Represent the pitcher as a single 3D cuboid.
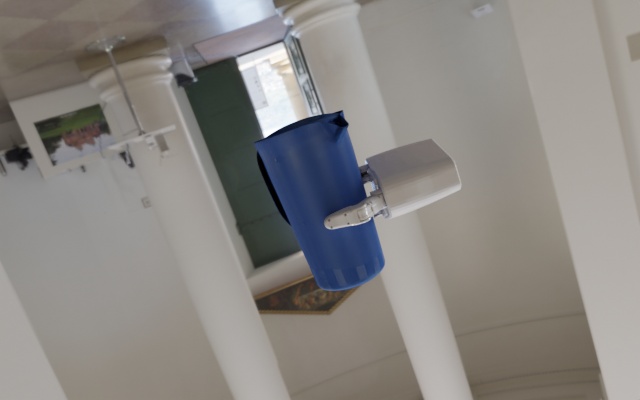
[{"bbox_3d":[0.000,0.002,0.697,0.145,0.243,0.149,-20,11,0],"label":"pitcher"}]
